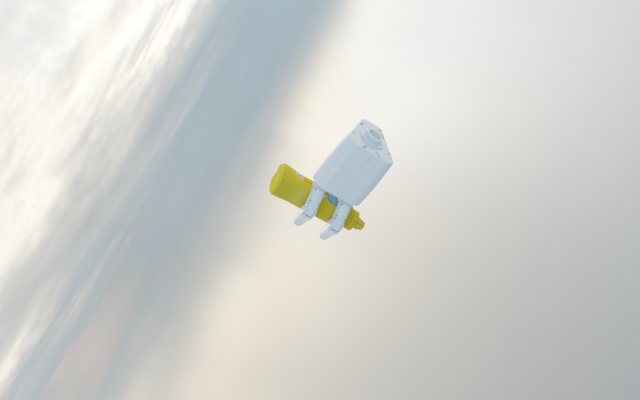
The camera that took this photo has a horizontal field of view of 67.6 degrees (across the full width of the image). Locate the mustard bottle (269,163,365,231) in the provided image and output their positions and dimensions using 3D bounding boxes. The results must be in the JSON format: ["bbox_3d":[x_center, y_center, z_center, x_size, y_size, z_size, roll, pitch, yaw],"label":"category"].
[{"bbox_3d":[0.000,0.003,0.883,0.191,0.058,0.096,29,12,-15],"label":"mustard bottle"}]
